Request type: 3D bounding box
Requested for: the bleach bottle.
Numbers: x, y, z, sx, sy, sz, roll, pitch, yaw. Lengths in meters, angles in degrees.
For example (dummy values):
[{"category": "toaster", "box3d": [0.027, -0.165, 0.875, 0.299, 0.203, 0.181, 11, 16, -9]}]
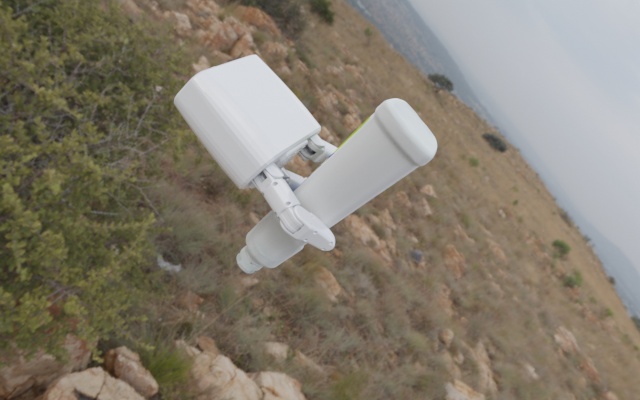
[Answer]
[{"category": "bleach bottle", "box3d": [0.000, 0.002, 0.493, 0.251, 0.068, 0.102, -39, -1, 23]}]
